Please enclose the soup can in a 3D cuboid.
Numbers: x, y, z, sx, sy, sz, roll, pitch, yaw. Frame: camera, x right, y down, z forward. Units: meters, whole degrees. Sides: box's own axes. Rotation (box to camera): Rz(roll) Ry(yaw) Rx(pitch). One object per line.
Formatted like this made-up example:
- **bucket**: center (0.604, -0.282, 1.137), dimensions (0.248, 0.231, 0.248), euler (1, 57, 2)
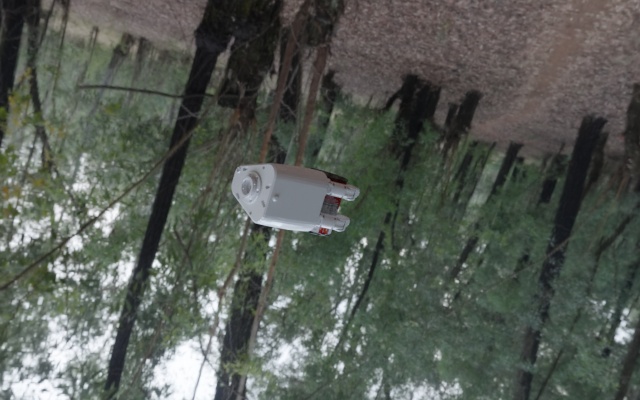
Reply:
- **soup can**: center (0.000, 0.003, 0.822), dimensions (0.068, 0.102, 0.068), euler (17, 8, -2)
